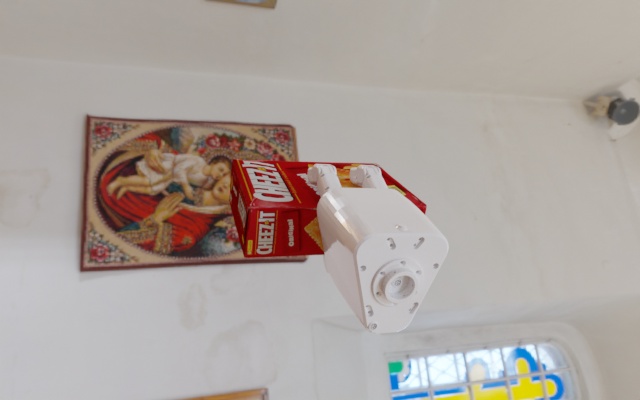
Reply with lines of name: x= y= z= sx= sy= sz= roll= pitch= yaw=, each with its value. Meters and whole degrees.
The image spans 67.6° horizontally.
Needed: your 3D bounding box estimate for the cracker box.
cracker box: x=0.000 y=0.002 z=0.610 sx=0.214 sy=0.072 sz=0.164 roll=1 pitch=22 yaw=-17
